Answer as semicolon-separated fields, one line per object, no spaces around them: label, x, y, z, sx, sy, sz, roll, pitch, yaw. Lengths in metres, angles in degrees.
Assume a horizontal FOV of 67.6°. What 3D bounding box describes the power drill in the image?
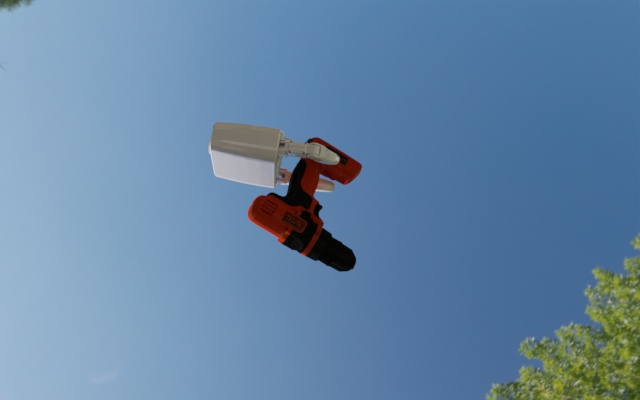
power drill;0.000;0.002;0.764;0.184;0.187;0.057;32;-34;-8
